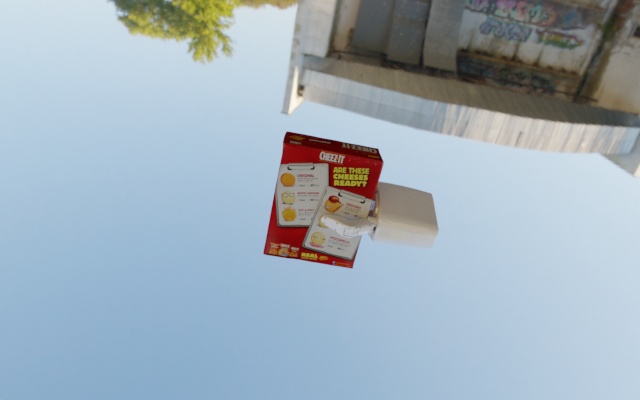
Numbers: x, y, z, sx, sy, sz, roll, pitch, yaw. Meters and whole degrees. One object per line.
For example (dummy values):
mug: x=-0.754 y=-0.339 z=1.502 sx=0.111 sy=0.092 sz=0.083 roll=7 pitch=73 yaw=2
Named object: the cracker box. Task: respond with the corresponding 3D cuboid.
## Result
cracker box: x=0.000 y=0.003 z=0.821 sx=0.164 sy=0.214 sz=0.072 roll=10 pitch=27 yaw=-6
